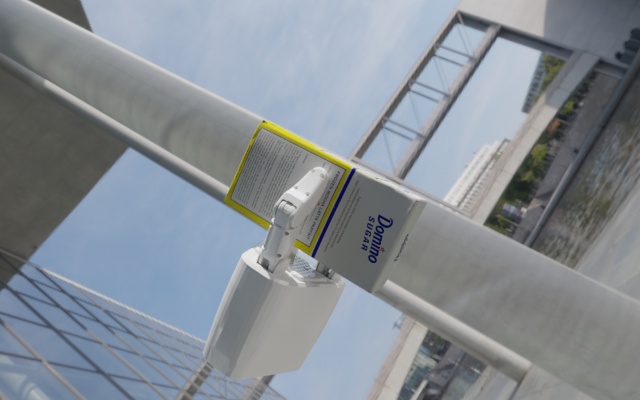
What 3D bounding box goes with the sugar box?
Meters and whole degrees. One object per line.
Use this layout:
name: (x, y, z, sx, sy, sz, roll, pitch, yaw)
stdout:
sugar box: (0.000, 0.002, 0.450, 0.176, 0.093, 0.048, 30, 10, 22)
